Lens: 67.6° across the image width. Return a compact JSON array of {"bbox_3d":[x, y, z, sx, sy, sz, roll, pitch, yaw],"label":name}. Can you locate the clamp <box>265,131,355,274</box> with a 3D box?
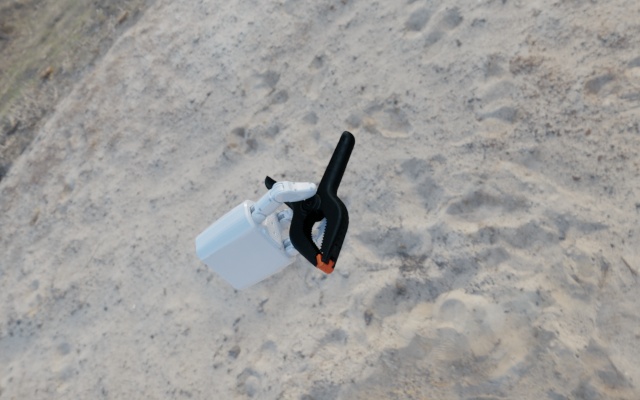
[{"bbox_3d":[0.000,0.002,0.681,0.164,0.209,0.036,-34,-42,19],"label":"clamp"}]
